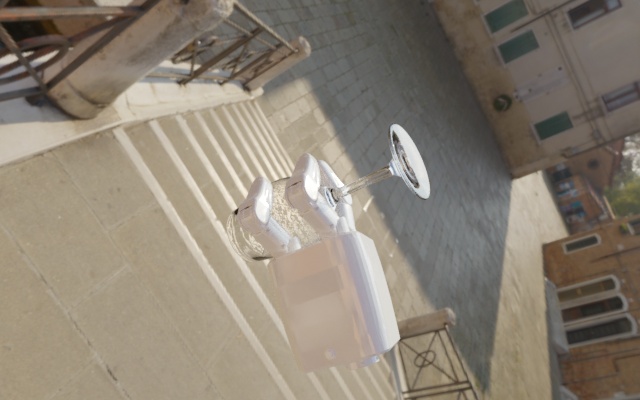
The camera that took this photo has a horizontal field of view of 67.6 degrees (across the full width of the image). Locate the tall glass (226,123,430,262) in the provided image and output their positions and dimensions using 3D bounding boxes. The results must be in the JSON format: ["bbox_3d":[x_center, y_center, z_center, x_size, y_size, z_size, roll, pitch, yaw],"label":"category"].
[{"bbox_3d":[0.001,0.001,0.471,0.201,0.079,0.079,-24,-12,28],"label":"tall glass"}]
